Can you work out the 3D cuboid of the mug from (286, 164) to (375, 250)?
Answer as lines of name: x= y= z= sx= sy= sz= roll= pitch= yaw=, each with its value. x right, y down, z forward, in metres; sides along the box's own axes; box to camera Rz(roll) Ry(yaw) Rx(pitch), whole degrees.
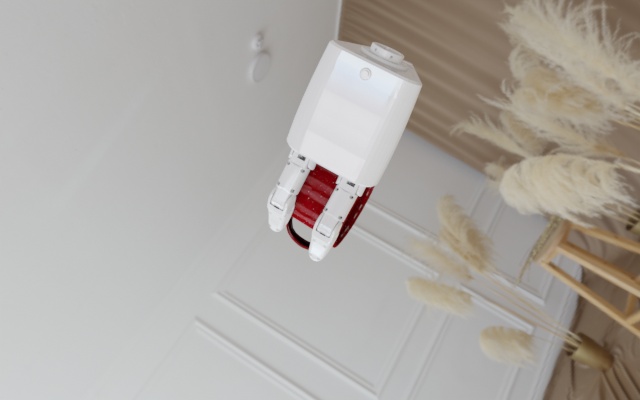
mug: x=-0.001 y=0.003 z=0.530 sx=0.081 sy=0.117 sz=0.093 roll=31 pitch=25 yaw=11
